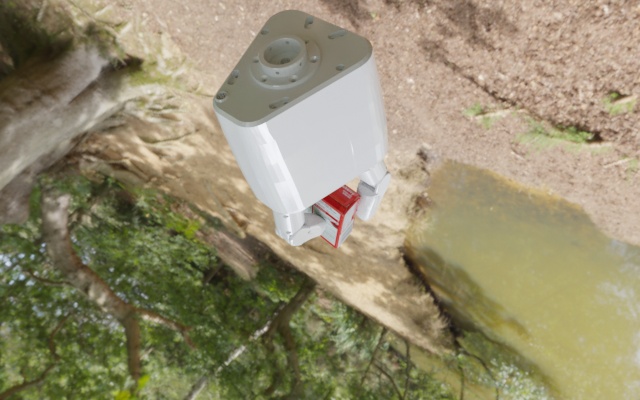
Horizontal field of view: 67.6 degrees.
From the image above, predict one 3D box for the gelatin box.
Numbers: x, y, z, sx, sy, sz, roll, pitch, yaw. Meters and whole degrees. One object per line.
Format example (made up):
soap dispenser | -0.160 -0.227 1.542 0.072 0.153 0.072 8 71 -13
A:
gelatin box | 0.000 0.002 0.478 0.073 0.030 0.089 38 -23 15
